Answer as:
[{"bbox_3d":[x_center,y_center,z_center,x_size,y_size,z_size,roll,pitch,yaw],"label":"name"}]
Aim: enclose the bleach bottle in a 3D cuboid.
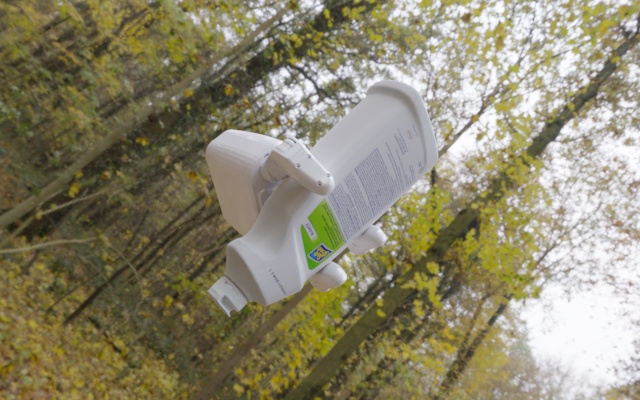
[{"bbox_3d":[0.000,0.001,0.432,0.250,0.103,0.068,-42,36,-20],"label":"bleach bottle"}]
